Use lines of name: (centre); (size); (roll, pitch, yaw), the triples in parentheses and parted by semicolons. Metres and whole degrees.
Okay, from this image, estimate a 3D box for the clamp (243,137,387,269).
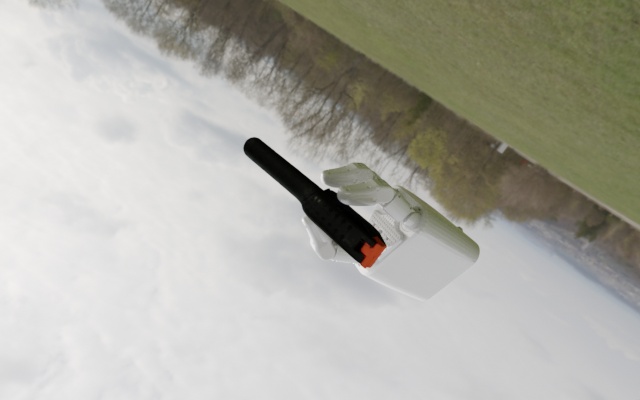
clamp: (0.000, 0.003, 0.518); (0.164, 0.036, 0.210); (31, 10, -29)
